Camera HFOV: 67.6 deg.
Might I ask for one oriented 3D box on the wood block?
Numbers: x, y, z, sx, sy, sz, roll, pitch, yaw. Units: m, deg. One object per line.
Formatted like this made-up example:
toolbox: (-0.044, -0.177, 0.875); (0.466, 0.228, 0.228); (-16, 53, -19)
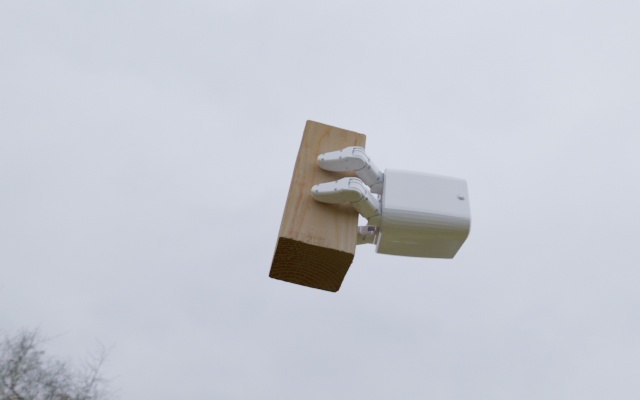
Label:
wood block: (0.000, 0.002, 0.623); (0.090, 0.206, 0.091); (14, -42, -4)
